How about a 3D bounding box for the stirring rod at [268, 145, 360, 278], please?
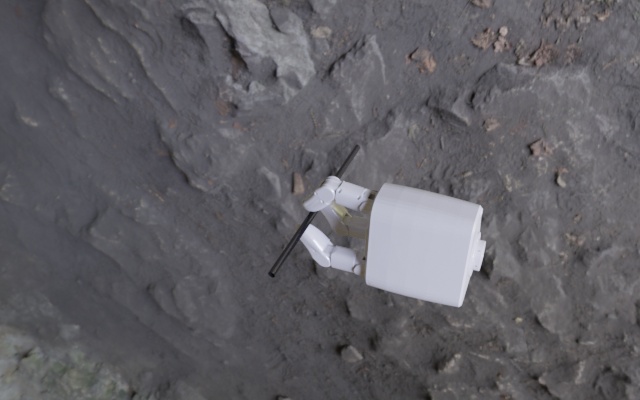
[{"bbox_3d":[0.000,0.002,0.571,0.011,0.011,0.239,0,38,33],"label":"stirring rod"}]
